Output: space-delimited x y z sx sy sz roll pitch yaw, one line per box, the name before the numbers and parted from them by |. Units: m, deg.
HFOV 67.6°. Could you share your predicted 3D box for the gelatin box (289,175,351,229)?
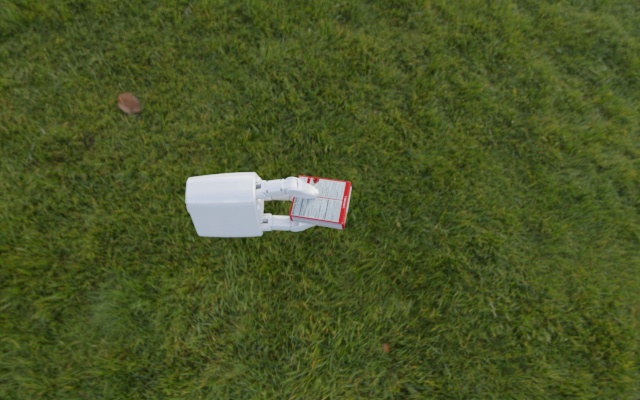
gelatin box | 0.000 0.002 0.762 0.089 0.073 0.030 8 -22 10
